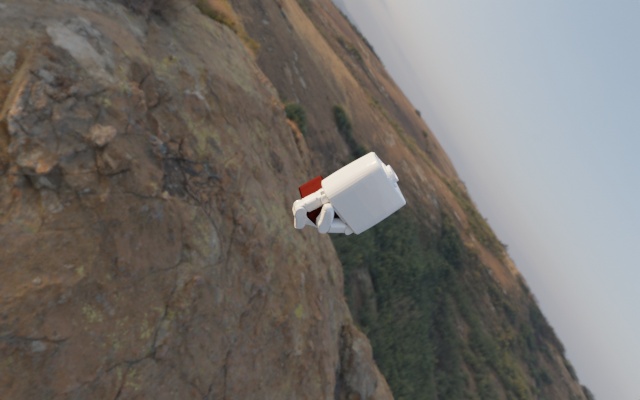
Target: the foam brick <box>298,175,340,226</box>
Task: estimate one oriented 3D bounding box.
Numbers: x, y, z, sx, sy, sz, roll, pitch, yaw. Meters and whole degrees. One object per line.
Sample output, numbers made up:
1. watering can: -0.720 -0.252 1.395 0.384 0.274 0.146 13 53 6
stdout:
1. foam brick: 0.000 0.003 0.883 0.051 0.078 0.053 -32 -45 14
